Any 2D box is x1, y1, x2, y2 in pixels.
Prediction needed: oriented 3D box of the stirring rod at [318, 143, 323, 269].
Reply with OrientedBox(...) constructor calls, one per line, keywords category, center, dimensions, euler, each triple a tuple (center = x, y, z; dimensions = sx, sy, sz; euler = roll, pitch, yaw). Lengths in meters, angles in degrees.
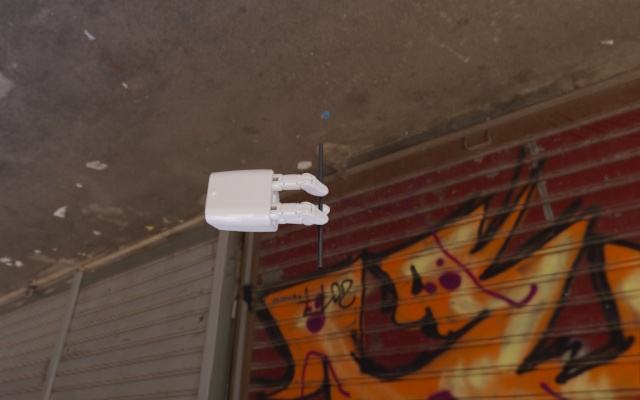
OrientedBox(category="stirring rod", center=(0.000, 0.003, 0.823), dimensions=(0.011, 0.239, 0.011), euler=(0, -28, 0))
